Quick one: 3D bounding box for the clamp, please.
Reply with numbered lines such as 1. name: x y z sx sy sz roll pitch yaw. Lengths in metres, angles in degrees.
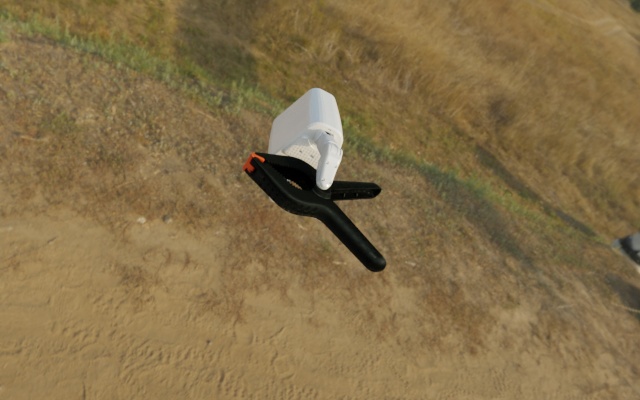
1. clamp: 0.000 0.001 0.612 0.210 0.036 0.164 22 36 -22
